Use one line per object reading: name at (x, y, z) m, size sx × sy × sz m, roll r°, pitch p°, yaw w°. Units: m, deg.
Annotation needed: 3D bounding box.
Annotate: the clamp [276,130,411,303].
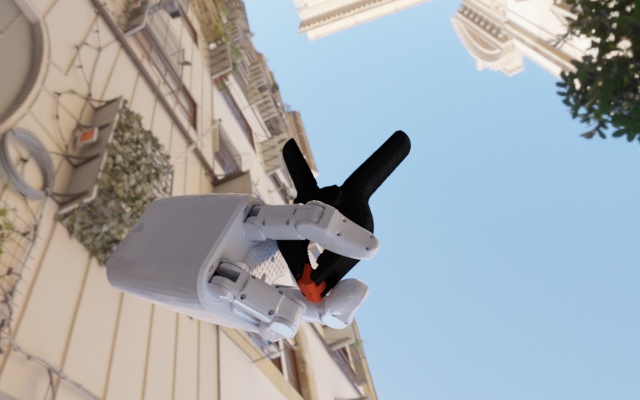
clamp at (0.000, 0.002, 0.403) m, size 0.120 × 0.171 × 0.039 m, roll 2°, pitch -42°, yaw 30°
